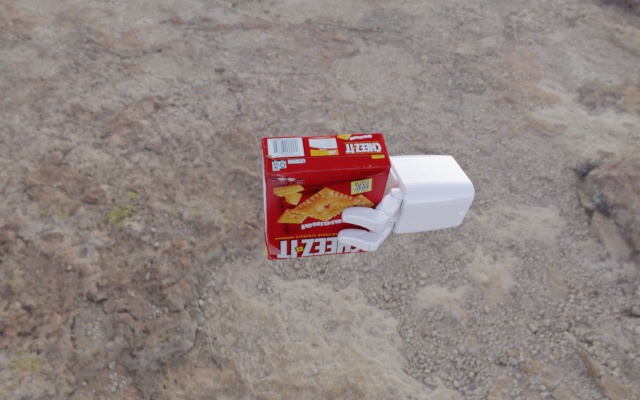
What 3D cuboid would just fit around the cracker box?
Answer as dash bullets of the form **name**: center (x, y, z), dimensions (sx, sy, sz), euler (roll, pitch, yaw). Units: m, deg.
- **cracker box**: center (0.000, 0.002, 0.692), dimensions (0.164, 0.072, 0.214), euler (-3, -37, -8)
